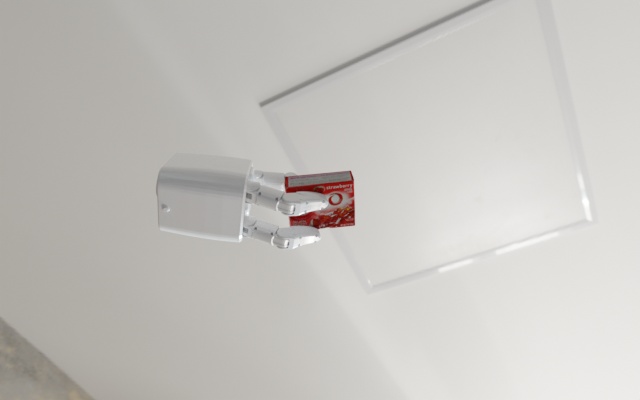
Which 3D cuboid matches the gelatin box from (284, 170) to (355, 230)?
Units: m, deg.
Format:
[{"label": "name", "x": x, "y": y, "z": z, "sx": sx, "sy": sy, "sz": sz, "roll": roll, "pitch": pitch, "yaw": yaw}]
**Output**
[{"label": "gelatin box", "x": 0.000, "y": 0.002, "z": 0.626, "sx": 0.089, "sy": 0.073, "sz": 0.030, "roll": -6, "pitch": 35, "yaw": -2}]
